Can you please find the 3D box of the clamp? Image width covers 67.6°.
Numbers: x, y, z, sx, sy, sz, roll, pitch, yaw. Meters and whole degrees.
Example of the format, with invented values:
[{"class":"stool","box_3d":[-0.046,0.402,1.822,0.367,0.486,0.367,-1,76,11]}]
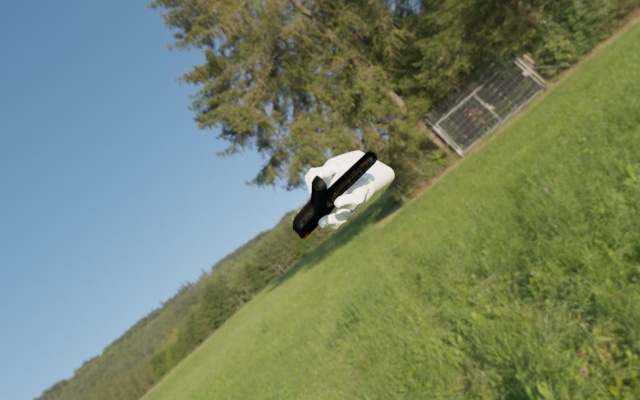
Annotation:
[{"class":"clamp","box_3d":[-0.001,0.002,0.838,0.164,0.036,0.210,-23,-23,-52]}]
